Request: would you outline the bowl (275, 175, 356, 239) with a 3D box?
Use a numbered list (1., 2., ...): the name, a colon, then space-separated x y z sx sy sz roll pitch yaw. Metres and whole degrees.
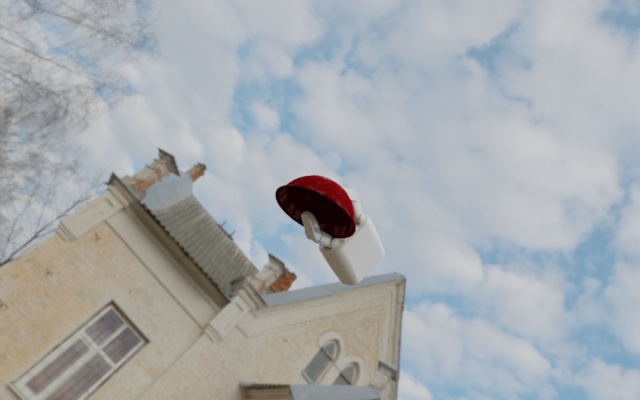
1. bowl: 0.000 0.002 0.872 0.162 0.055 0.162 22 -27 12
